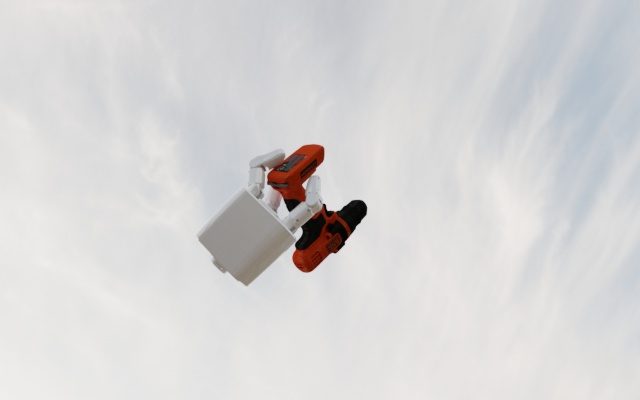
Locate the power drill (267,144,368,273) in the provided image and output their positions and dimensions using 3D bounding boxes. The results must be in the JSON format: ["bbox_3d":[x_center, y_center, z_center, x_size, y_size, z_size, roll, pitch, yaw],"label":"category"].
[{"bbox_3d":[0.000,0.002,0.808,0.057,0.188,0.184,7,39,44],"label":"power drill"}]
